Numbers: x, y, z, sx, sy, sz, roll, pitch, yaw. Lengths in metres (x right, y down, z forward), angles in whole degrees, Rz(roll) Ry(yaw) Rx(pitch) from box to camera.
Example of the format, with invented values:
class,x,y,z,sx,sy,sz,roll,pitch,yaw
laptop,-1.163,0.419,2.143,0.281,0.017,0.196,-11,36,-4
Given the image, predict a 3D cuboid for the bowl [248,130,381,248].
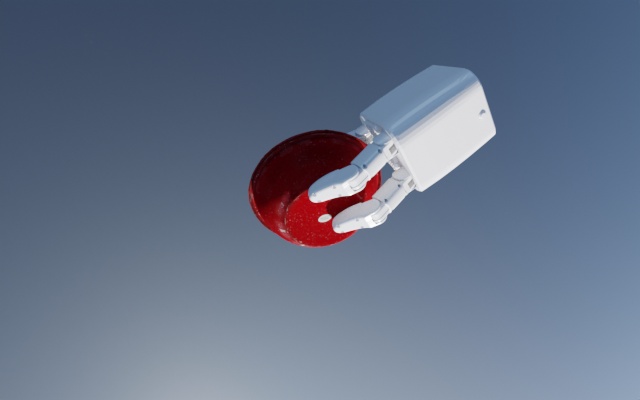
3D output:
class,x,y,z,sx,sy,sz,roll,pitch,yaw
bowl,-0.001,0.003,0.551,0.162,0.162,0.055,0,38,-15
